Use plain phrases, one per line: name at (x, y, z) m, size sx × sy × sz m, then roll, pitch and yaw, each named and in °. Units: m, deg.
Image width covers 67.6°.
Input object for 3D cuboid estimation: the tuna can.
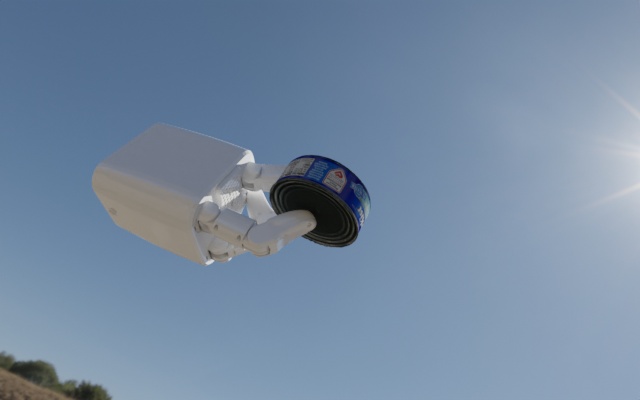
tuna can at (0.000, 0.001, 0.420) m, size 0.086 × 0.033 × 0.086 m, roll 21°, pitch -35°, yaw 16°
